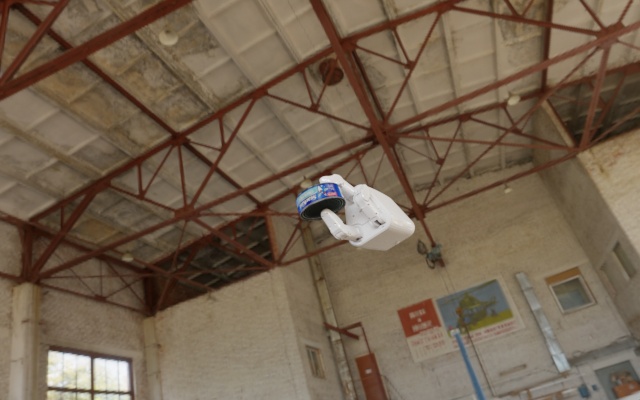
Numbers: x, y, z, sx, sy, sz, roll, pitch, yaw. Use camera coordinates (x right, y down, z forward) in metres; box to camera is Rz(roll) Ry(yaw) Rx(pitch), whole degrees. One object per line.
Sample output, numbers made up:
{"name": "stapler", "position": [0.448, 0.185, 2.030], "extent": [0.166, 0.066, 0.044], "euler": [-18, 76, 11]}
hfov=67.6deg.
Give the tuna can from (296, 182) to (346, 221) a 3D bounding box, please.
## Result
{"name": "tuna can", "position": [0.000, 0.002, 0.853], "extent": [0.086, 0.033, 0.086], "euler": [-16, -24, -7]}
